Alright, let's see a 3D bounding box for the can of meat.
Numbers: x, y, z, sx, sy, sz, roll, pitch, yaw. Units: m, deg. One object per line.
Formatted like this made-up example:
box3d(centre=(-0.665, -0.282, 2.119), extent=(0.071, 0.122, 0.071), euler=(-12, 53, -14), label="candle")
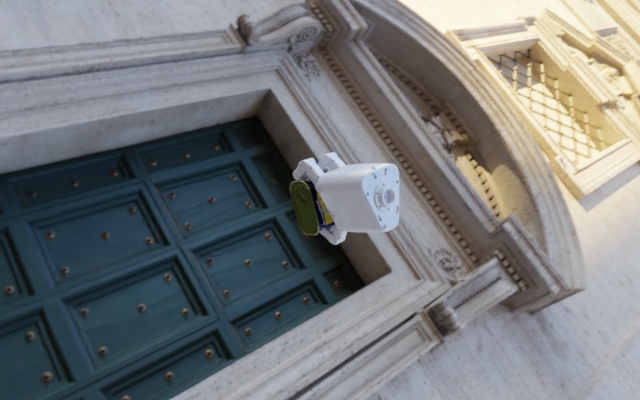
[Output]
box3d(centre=(0.000, 0.003, 0.875), extent=(0.084, 0.102, 0.057), euler=(-21, 11, -37), label="can of meat")
